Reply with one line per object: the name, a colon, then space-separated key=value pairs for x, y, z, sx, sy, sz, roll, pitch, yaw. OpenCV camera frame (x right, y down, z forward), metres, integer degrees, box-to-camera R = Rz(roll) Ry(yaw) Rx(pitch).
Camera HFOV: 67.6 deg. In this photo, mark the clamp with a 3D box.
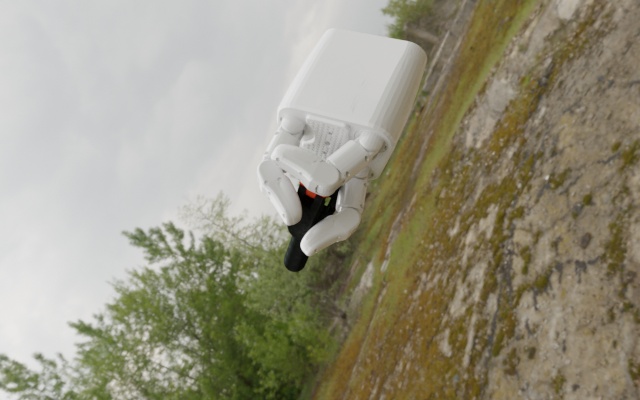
clamp: x=-0.001 y=0.001 z=0.490 sx=0.039 sy=0.120 sz=0.171 roll=24 pitch=-23 yaw=3
